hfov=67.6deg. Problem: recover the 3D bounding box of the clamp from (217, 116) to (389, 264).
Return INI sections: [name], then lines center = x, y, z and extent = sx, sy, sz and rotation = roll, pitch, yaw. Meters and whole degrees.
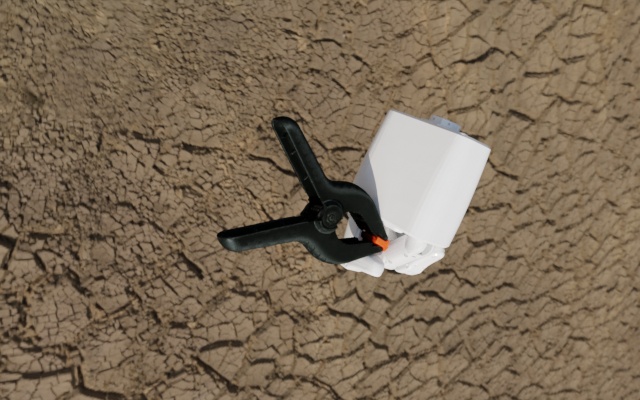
[clamp]
center = 0.000, 0.002, 0.434
extent = 0.171, 0.120, 0.039
rotation = 17, 8, -37
